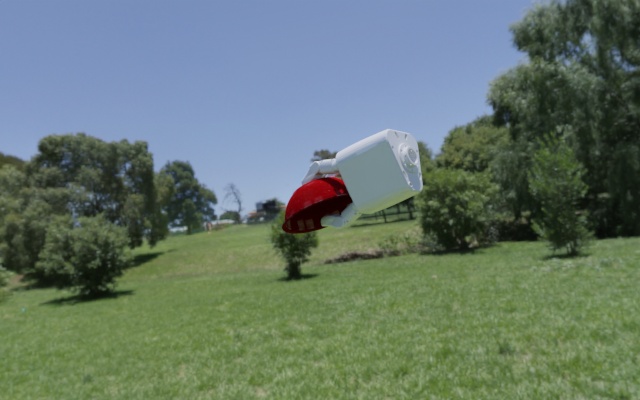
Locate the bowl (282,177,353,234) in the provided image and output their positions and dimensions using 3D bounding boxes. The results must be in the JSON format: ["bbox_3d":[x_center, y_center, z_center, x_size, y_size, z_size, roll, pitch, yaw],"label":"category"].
[{"bbox_3d":[-0.001,0.003,0.864,0.162,0.055,0.162,-19,-19,-7],"label":"bowl"}]
